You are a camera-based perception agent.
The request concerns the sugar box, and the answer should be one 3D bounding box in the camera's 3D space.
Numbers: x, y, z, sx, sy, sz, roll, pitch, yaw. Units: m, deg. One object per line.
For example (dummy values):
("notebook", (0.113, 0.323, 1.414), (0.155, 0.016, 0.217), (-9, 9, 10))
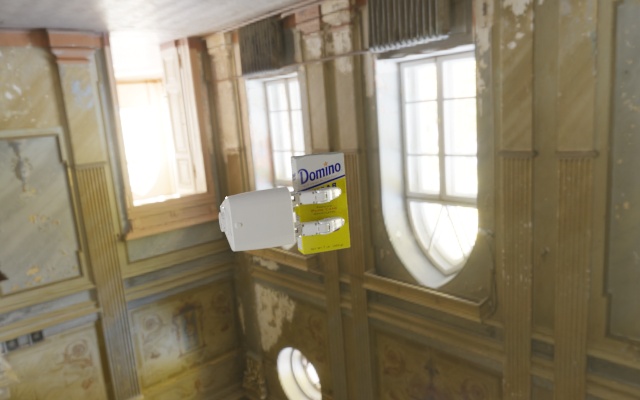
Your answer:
("sugar box", (0.000, 0.003, 0.870), (0.093, 0.176, 0.048), (-8, 11, -17))
